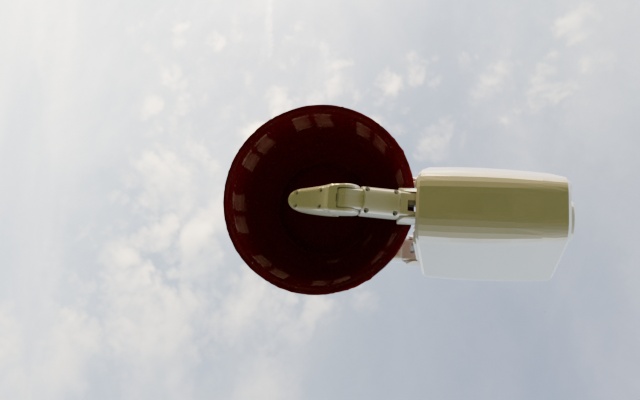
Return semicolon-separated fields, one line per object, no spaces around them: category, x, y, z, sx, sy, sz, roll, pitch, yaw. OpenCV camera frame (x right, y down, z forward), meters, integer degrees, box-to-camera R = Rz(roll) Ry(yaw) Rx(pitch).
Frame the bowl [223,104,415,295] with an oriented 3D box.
bowl;-0.001;0.001;0.420;0.162;0.162;0.055;0;-11;8
